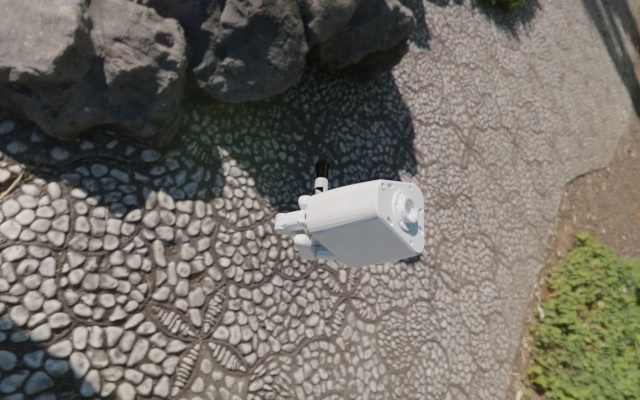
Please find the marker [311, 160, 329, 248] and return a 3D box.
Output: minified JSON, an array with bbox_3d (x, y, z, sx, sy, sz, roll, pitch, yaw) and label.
[{"bbox_3d":[0.000,0.002,0.629,0.020,0.121,0.020,3,-21,1],"label":"marker"}]
